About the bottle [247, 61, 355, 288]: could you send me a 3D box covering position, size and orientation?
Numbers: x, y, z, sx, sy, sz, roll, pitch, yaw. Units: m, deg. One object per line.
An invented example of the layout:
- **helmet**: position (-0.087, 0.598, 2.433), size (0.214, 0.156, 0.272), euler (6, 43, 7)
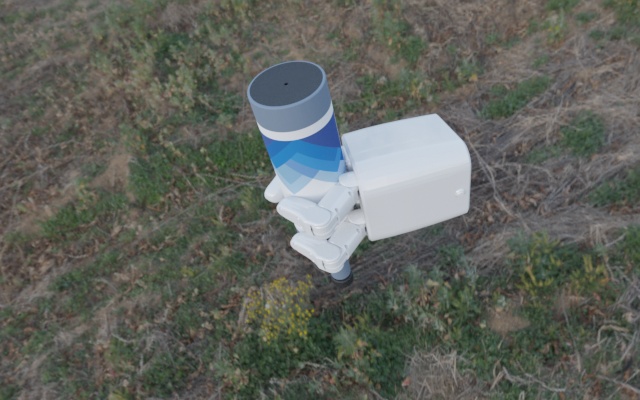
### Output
- **bottle**: position (0.000, 0.001, 0.497), size (0.069, 0.069, 0.296), euler (0, -41, 15)
